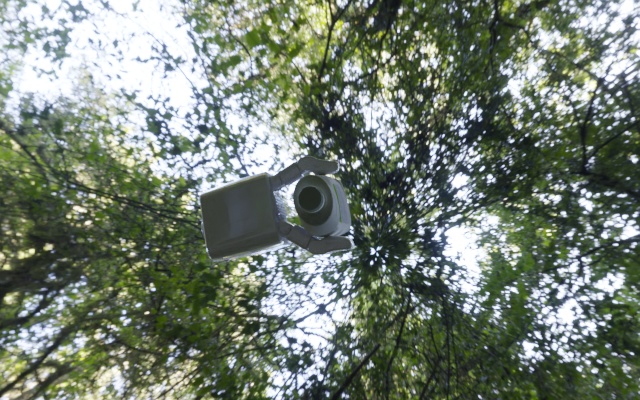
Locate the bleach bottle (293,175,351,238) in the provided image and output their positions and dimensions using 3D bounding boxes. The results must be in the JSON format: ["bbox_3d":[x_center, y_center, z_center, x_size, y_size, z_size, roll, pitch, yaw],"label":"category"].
[{"bbox_3d":[0.000,0.002,0.681,0.068,0.102,0.251,-16,-8,5],"label":"bleach bottle"}]
